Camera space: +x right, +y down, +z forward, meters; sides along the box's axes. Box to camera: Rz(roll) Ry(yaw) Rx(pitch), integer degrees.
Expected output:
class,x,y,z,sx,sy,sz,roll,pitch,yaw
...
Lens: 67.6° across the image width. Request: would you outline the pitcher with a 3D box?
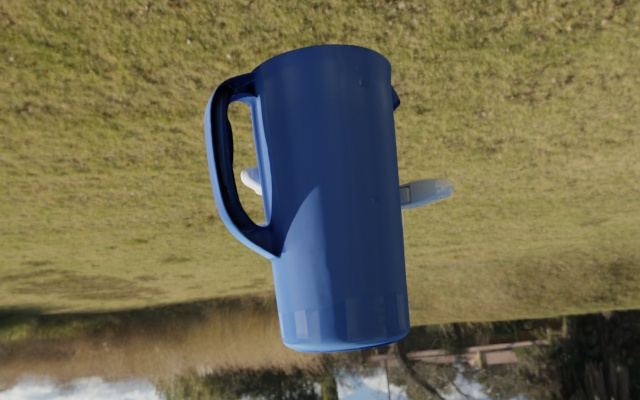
class,x,y,z,sx,sy,sz,roll,pitch,yaw
pitcher,0.000,0.001,0.415,0.149,0.242,0.145,-9,-11,17
